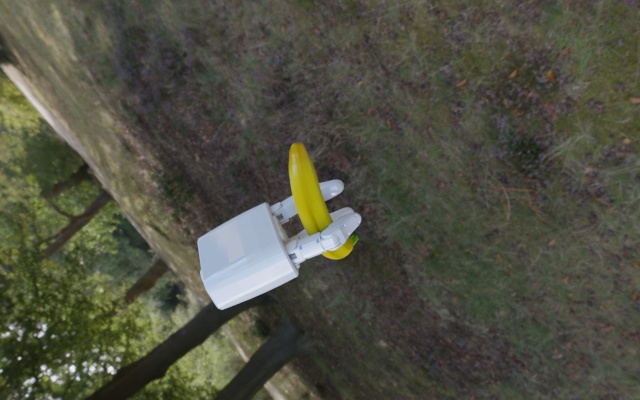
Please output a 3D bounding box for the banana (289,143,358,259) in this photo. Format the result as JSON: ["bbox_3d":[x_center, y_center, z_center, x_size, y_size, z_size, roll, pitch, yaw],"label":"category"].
[{"bbox_3d":[0.000,0.018,0.605,0.037,0.069,0.198,-11,-45,19],"label":"banana"}]
